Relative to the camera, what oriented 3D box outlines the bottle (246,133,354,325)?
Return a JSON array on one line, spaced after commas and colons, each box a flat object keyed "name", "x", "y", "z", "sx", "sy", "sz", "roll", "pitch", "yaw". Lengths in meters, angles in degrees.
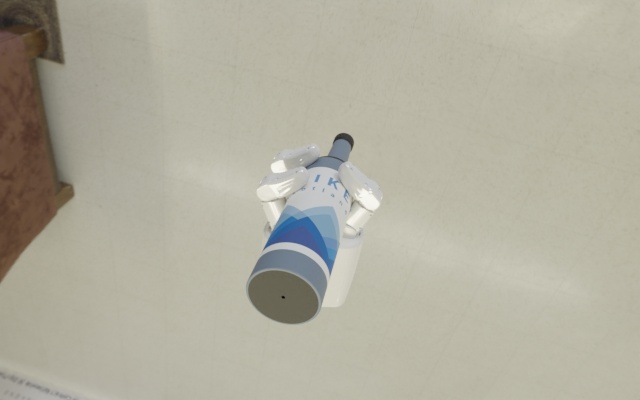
[{"name": "bottle", "x": 0.000, "y": 0.002, "z": 0.520, "sx": 0.069, "sy": 0.069, "sz": 0.295, "roll": 0, "pitch": 33, "yaw": 15}]
